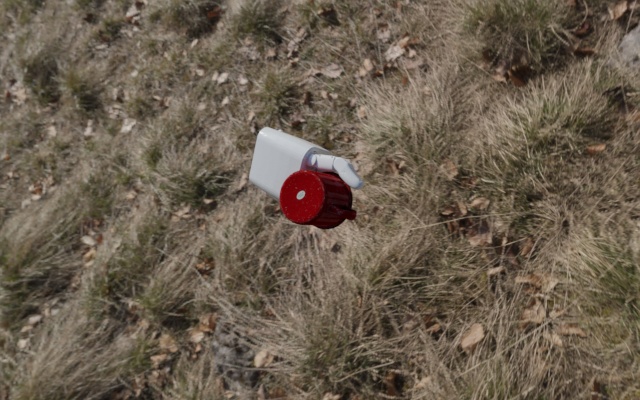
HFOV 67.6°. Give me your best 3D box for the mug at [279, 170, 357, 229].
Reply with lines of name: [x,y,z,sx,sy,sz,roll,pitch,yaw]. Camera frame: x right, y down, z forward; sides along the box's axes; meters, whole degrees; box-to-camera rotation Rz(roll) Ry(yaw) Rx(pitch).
mug: [0.001,0.003,0.722,0.117,0.093,0.081,28,10,27]
